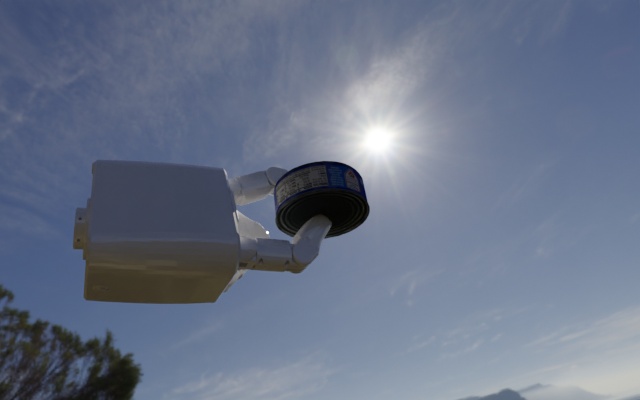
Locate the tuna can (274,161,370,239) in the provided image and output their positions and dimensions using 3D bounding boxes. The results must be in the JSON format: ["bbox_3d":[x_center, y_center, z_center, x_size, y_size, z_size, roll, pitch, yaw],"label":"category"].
[{"bbox_3d":[0.000,0.001,0.438,0.086,0.033,0.086,-6,-32,-4],"label":"tuna can"}]
